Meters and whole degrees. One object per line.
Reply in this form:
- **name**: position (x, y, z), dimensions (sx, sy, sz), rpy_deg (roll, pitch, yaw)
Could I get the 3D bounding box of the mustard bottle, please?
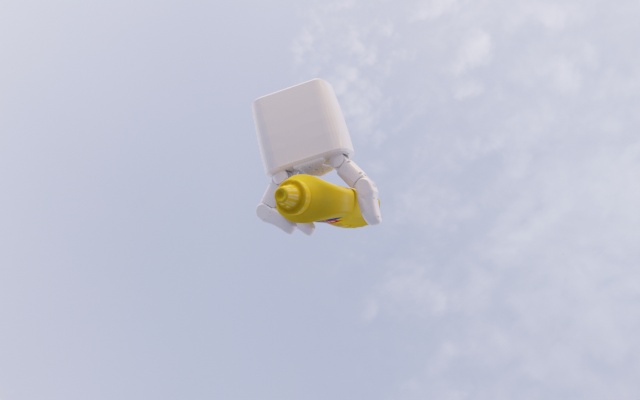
- **mustard bottle**: position (0.000, 0.002, 0.602), dimensions (0.096, 0.058, 0.191), rpy_deg (5, -3, 27)
